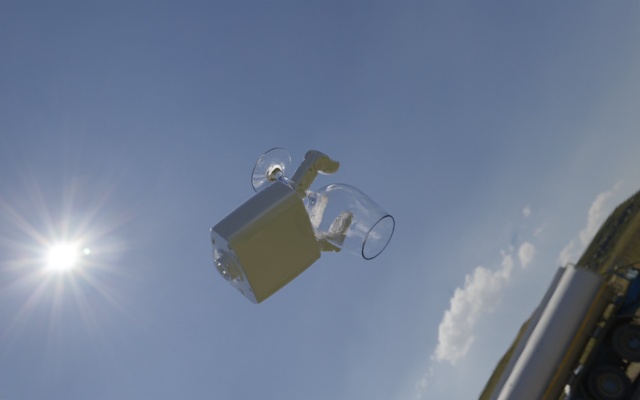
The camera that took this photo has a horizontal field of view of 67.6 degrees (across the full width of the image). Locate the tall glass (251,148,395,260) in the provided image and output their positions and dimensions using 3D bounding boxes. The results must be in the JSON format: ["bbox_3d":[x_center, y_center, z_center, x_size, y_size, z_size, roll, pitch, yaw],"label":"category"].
[{"bbox_3d":[0.000,0.002,0.631,0.201,0.079,0.079,31,18,33],"label":"tall glass"}]
